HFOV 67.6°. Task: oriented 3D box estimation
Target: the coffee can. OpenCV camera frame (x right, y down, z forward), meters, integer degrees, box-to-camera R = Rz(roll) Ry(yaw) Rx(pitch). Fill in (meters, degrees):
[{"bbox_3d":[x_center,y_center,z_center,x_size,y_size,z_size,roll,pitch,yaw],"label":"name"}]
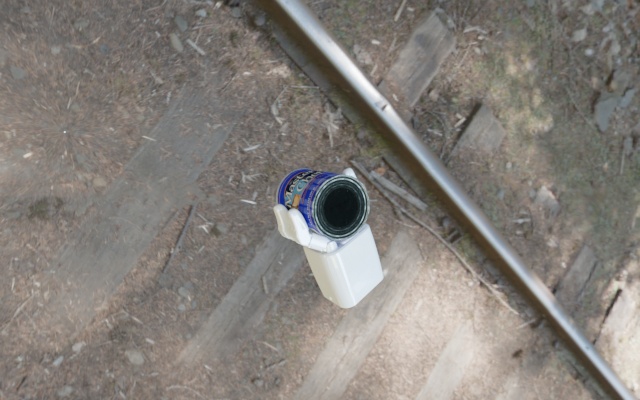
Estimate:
[{"bbox_3d":[0.000,0.002,0.789,0.103,0.103,0.140,0,7,-28],"label":"coffee can"}]
